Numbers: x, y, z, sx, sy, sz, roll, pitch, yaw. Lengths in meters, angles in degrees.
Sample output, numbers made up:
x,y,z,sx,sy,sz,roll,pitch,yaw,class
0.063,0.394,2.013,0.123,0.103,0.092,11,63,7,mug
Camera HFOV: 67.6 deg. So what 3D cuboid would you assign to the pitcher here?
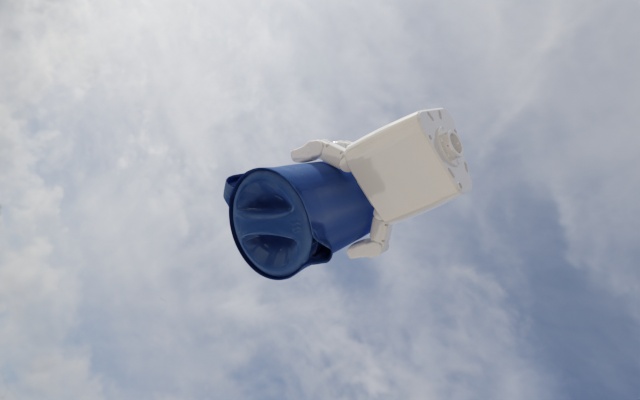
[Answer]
x,y,z,sx,sy,sz,roll,pitch,yaw,class
0.000,0.002,0.642,0.145,0.149,0.243,-26,-6,39,pitcher
